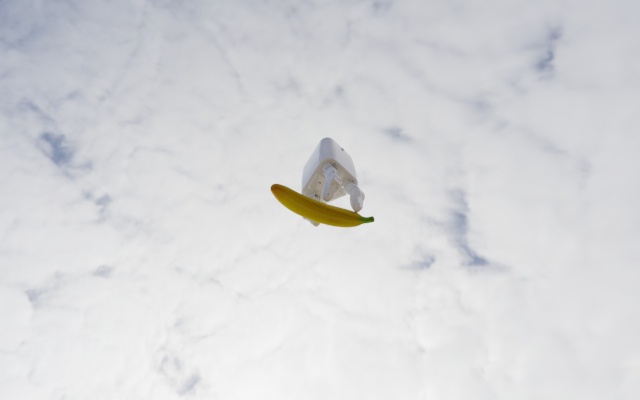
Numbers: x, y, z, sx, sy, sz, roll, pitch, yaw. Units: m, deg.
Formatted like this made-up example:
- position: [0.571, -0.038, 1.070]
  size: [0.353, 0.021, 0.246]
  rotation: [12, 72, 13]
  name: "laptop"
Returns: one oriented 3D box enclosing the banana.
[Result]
- position: [-0.004, 0.013, 0.867]
  size: [0.198, 0.037, 0.070]
  rotation: [16, -34, -15]
  name: "banana"
